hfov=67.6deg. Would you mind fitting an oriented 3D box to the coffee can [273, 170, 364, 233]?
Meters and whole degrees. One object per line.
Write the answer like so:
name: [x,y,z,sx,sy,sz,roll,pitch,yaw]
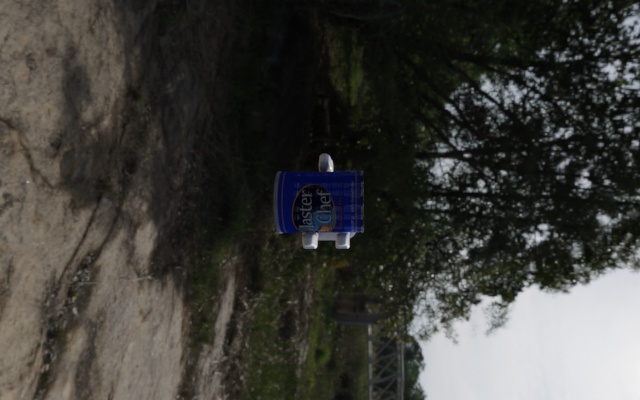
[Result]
coffee can: [0.000,0.002,0.784,0.140,0.103,0.103,-1,0,5]
